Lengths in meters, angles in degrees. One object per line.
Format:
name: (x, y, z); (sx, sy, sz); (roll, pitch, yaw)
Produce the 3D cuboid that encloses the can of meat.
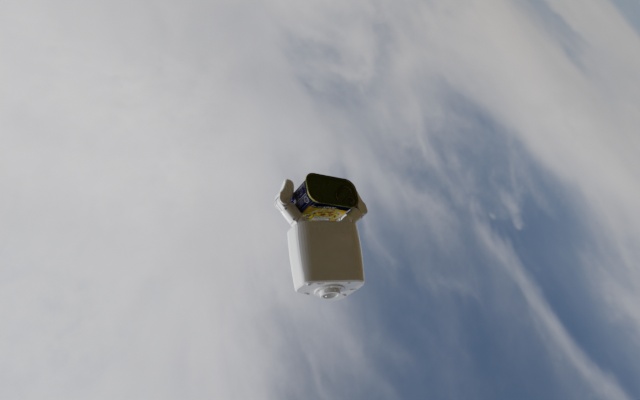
can of meat: (0.000, 0.003, 0.829); (0.102, 0.057, 0.084); (8, -34, -31)
